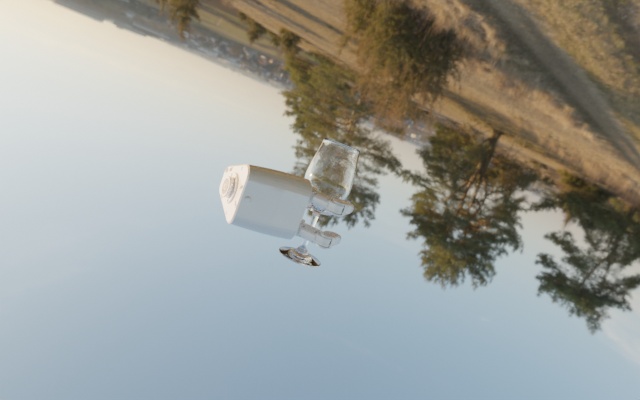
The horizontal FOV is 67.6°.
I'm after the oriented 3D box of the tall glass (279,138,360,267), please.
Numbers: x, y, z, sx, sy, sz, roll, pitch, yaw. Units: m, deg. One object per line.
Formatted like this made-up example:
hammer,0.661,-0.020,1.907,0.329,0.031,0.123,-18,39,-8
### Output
tall glass,0.000,0.003,0.778,0.079,0.201,0.079,21,9,-4
